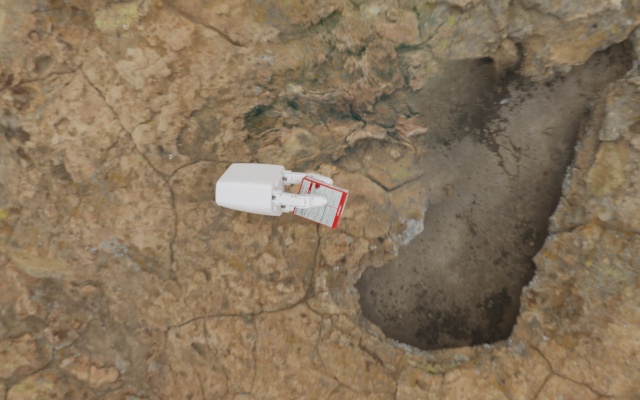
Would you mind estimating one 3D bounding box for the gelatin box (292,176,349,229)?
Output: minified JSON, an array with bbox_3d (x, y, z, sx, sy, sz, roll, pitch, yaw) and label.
[{"bbox_3d":[0.000,0.003,0.888,0.089,0.073,0.030,19,13,10],"label":"gelatin box"}]
